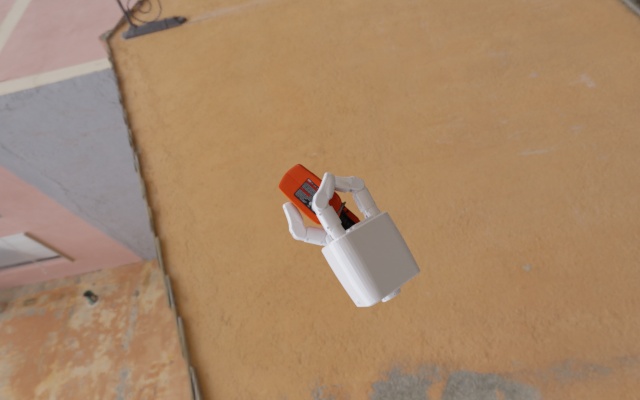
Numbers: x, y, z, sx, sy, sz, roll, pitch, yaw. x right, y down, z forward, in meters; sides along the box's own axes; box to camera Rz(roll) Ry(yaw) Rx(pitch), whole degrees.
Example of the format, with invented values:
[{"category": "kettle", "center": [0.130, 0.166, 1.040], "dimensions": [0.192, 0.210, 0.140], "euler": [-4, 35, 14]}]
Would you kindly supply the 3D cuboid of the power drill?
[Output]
[{"category": "power drill", "center": [0.000, 0.003, 0.810], "dimensions": [0.184, 0.057, 0.188], "euler": [40, 1, 24]}]
